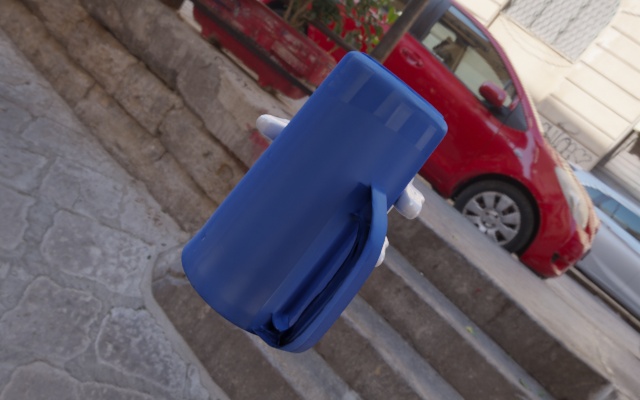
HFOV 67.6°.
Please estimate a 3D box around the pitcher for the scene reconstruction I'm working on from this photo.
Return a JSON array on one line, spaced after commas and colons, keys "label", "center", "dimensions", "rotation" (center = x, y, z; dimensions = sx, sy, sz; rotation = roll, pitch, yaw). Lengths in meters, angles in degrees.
[{"label": "pitcher", "center": [0.000, 0.001, 0.421], "dimensions": [0.149, 0.243, 0.145], "rotation": [40, 14, 7]}]
